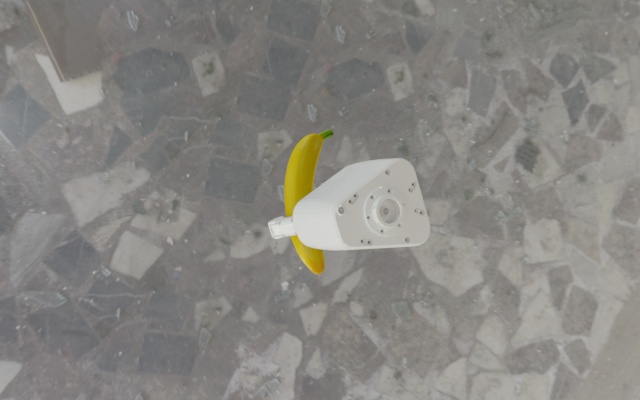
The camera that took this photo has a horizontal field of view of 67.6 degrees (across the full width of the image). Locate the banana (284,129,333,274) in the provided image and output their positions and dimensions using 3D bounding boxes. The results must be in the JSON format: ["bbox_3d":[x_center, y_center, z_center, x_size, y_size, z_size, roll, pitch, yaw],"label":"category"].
[{"bbox_3d":[-0.016,-0.004,0.624,0.069,0.198,0.037,8,-6,-28],"label":"banana"}]
